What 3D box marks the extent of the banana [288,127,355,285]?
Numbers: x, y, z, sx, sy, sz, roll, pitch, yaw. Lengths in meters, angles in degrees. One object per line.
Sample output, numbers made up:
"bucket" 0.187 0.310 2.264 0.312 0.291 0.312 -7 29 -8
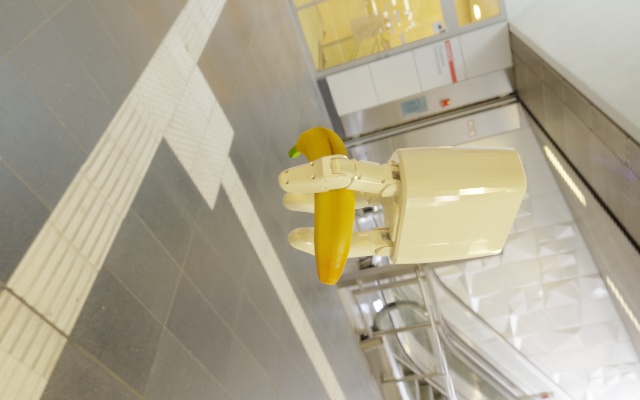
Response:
"banana" 0.005 -0.015 0.441 0.037 0.070 0.197 8 36 -17
